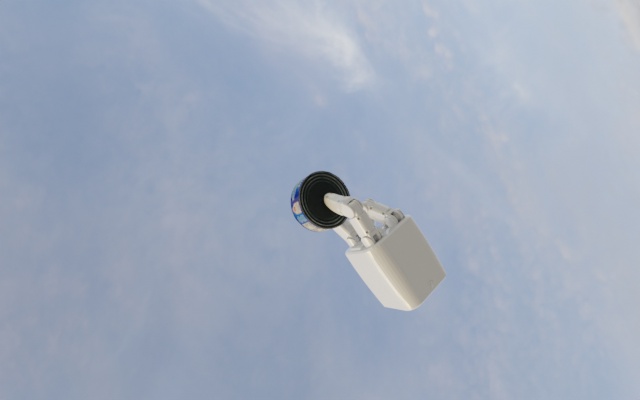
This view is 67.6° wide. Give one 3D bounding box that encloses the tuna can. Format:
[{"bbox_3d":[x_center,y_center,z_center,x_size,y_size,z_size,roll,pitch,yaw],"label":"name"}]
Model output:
[{"bbox_3d":[0.000,0.002,0.698,0.086,0.086,0.034,0,-13,-30],"label":"tuna can"}]
